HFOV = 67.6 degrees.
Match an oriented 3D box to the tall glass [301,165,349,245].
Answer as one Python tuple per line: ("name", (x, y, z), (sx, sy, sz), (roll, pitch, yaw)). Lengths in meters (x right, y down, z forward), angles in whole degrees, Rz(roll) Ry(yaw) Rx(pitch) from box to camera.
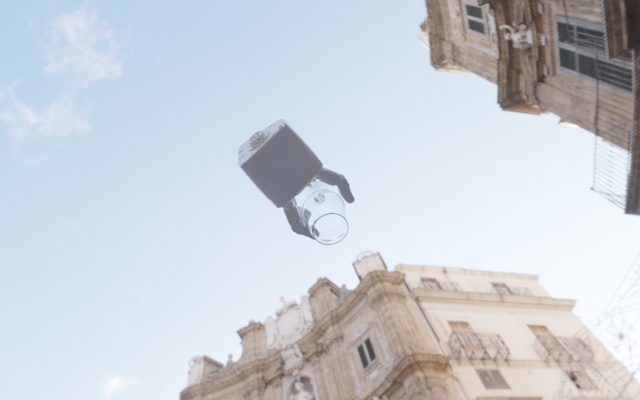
("tall glass", (0.000, 0.003, 0.872), (0.079, 0.079, 0.201), (0, 27, -11))
